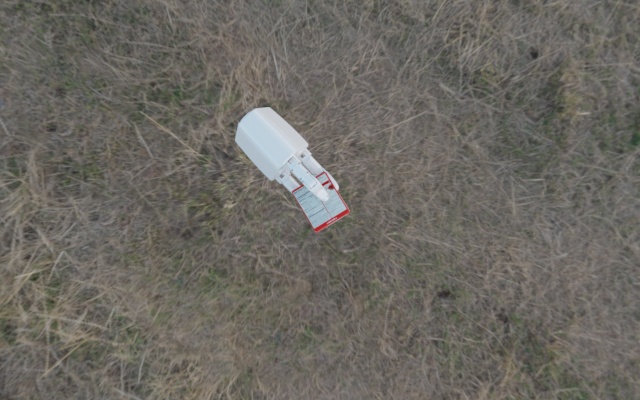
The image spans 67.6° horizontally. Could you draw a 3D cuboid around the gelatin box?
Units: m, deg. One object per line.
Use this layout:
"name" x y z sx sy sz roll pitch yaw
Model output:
"gelatin box" 0.000 0.003 0.870 0.073 0.089 0.030 -31 -4 -1
